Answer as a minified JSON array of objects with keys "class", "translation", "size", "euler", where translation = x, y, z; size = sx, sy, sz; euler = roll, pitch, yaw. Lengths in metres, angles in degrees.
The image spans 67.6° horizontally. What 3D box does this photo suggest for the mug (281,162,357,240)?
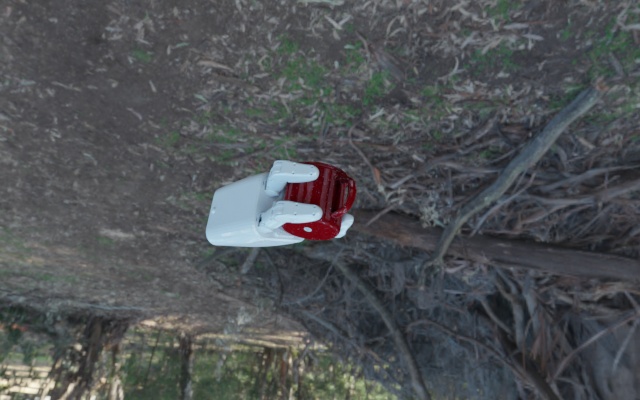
[{"class":"mug","translation":[0.001,0.002,0.646],"size":[0.117,0.081,0.093],"euler":[-12,-31,38]}]
